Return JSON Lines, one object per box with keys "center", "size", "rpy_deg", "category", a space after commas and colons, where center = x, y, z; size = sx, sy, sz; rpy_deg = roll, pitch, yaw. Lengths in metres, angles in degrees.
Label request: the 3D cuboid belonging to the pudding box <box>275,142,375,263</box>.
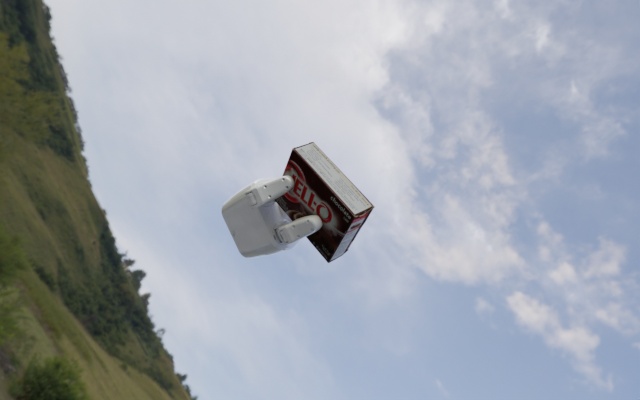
{"center": [0.000, 0.002, 0.557], "size": [0.039, 0.113, 0.090], "rpy_deg": [-28, -25, -38], "category": "pudding box"}
